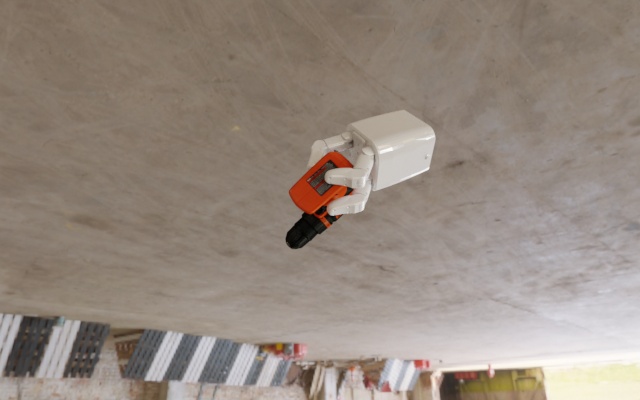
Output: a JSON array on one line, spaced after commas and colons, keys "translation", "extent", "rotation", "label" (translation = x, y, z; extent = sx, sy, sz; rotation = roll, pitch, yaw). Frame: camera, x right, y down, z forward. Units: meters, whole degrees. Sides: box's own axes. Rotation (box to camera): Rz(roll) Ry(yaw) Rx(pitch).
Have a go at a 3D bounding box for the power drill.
[{"translation": [0.000, 0.002, 0.803], "extent": [0.057, 0.184, 0.188], "rotation": [44, -5, 13], "label": "power drill"}]
